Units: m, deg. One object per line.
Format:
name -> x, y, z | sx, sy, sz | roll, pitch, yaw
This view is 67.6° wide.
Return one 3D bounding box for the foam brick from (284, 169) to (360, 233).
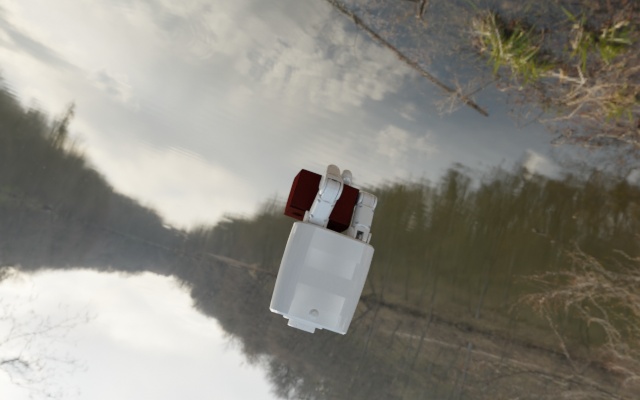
foam brick -> 0.000, 0.002, 0.590 | 0.078, 0.051, 0.053 | 20, -15, -8
